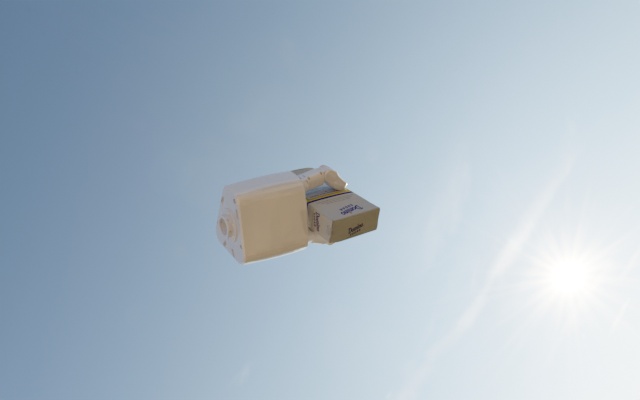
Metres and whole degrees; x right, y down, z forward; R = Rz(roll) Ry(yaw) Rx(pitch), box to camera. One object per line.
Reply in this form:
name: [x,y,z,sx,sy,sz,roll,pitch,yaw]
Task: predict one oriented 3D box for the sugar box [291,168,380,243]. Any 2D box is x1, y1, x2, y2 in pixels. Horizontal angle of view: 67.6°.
sugar box: [0.000,0.003,0.752,0.093,0.048,0.176,-14,34,-34]
